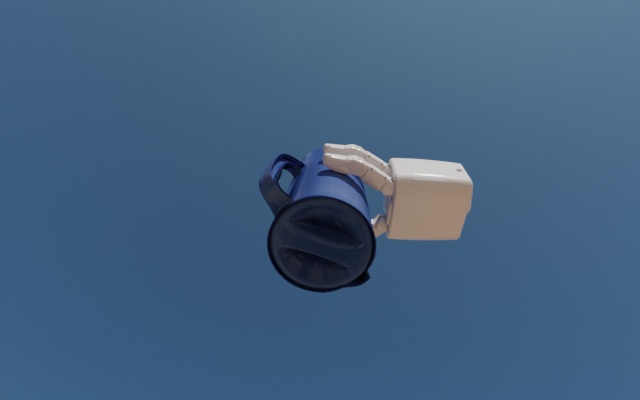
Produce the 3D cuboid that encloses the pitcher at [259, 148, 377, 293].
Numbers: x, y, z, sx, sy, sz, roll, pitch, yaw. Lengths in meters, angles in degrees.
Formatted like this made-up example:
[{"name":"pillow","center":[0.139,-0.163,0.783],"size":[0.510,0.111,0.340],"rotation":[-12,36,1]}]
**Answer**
[{"name":"pitcher","center":[0.000,0.002,0.676],"size":[0.145,0.149,0.242],"rotation":[1,24,2]}]
